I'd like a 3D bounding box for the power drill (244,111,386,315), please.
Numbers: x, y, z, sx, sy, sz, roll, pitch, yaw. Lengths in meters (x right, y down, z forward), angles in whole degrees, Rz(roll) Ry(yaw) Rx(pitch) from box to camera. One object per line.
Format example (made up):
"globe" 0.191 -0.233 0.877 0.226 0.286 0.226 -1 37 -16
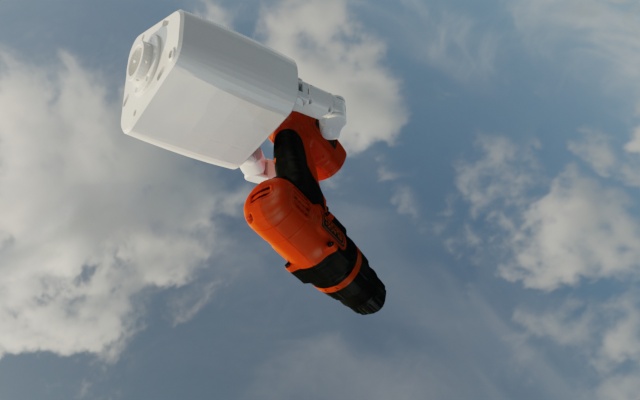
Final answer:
"power drill" 0.000 0.001 0.462 0.057 0.187 0.184 -27 -49 17
